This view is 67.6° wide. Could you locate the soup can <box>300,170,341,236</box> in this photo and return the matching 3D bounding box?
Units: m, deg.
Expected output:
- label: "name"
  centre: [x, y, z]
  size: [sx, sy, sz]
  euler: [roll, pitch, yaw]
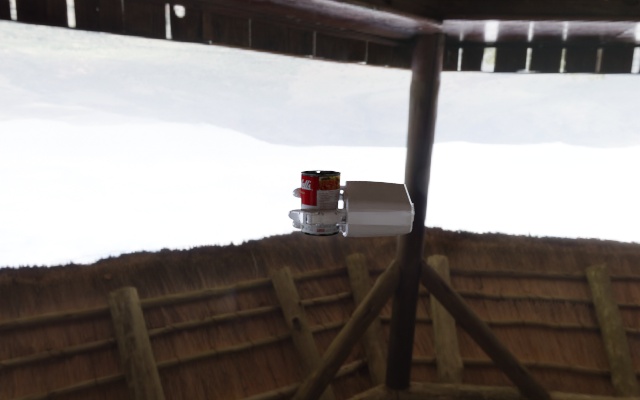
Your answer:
- label: "soup can"
  centre: [0.000, 0.003, 0.797]
  size: [0.068, 0.102, 0.068]
  euler: [1, 10, 0]
